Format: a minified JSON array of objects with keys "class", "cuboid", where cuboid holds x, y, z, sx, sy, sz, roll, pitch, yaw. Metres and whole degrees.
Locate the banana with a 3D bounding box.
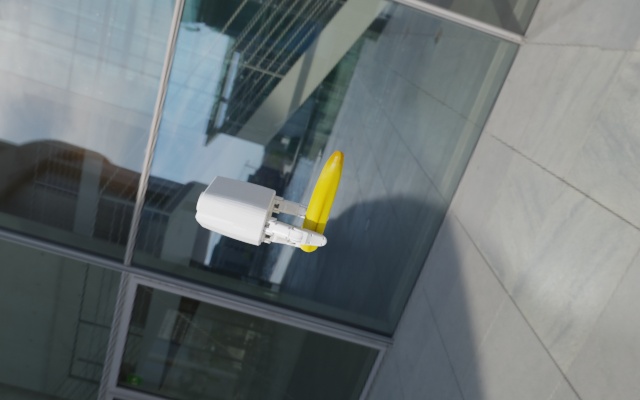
[{"class":"banana","cuboid":[-0.003,0.014,0.782,0.037,0.198,0.069,17,30,-2]}]
